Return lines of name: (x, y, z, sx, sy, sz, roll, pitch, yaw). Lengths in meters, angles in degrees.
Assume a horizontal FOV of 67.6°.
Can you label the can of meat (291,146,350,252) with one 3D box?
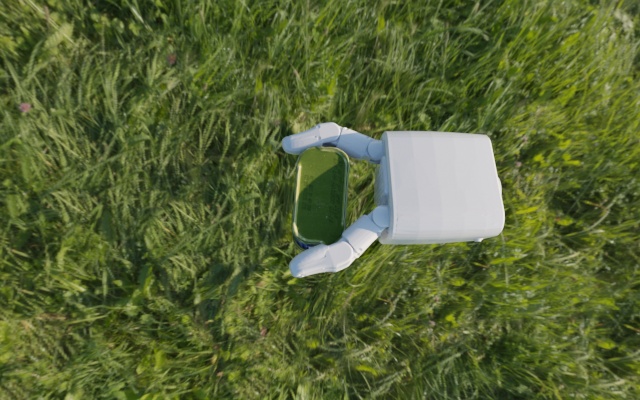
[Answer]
can of meat: (0.000, 0.001, 0.491, 0.057, 0.102, 0.084, 4, -9, 0)
